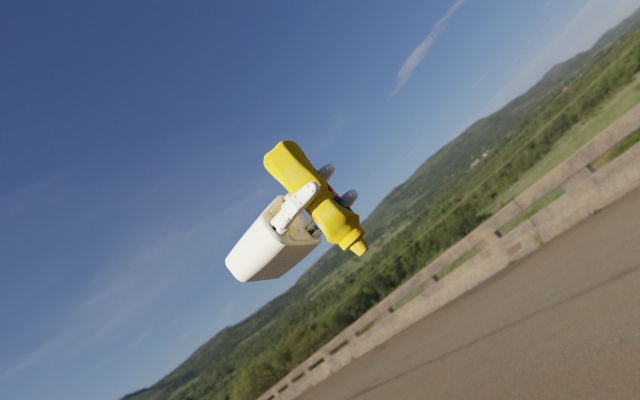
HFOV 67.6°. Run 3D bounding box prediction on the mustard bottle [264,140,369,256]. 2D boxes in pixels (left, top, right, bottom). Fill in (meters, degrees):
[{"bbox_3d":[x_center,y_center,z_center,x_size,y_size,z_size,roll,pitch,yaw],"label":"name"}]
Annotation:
[{"bbox_3d":[0.000,0.002,0.688,0.058,0.191,0.096,-41,-9,2],"label":"mustard bottle"}]
